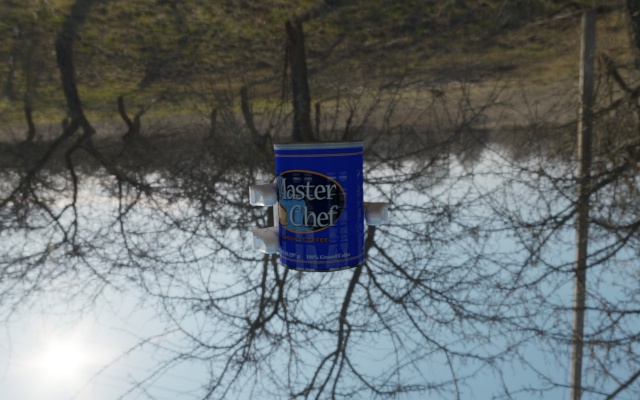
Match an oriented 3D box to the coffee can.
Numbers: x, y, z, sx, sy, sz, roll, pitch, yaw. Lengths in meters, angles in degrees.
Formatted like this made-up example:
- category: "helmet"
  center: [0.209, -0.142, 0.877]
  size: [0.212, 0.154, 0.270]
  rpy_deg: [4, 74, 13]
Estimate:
- category: "coffee can"
  center: [0.000, 0.002, 0.555]
  size: [0.103, 0.140, 0.103]
  rpy_deg: [-2, 8, 0]
